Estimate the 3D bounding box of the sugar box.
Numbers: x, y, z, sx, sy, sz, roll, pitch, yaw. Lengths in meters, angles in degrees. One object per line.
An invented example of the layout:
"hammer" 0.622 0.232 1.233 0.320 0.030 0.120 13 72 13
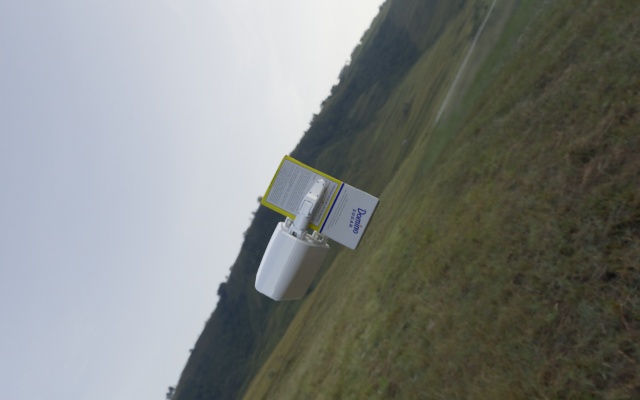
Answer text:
"sugar box" 0.000 0.003 0.792 0.176 0.093 0.048 27 2 8
